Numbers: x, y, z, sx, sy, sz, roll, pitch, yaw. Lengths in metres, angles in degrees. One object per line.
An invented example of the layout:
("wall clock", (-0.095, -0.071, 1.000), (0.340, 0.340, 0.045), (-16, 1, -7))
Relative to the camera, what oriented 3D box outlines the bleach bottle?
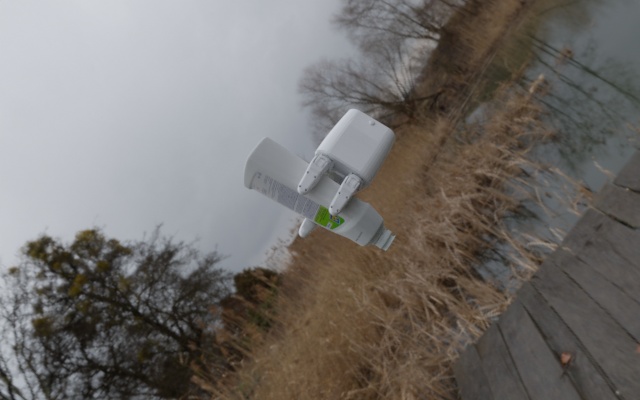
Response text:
("bleach bottle", (0.000, 0.002, 0.748), (0.251, 0.068, 0.103), (32, -26, 5))
